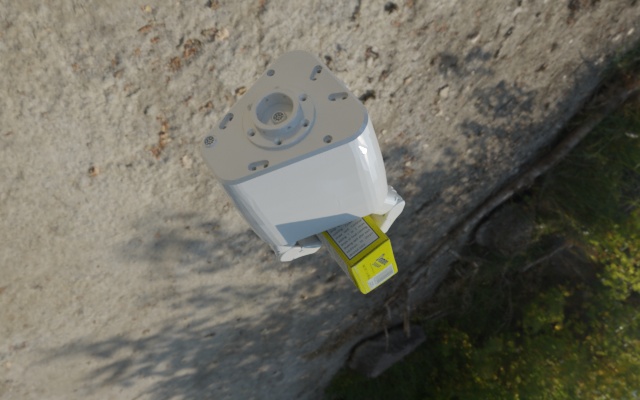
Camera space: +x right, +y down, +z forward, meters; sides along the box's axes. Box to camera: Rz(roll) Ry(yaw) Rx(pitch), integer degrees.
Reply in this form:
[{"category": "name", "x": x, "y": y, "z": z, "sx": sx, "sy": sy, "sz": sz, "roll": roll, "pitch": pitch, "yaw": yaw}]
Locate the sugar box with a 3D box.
[{"category": "sugar box", "x": 0.001, "y": 0.001, "z": 0.457, "sx": 0.048, "sy": 0.176, "sz": 0.093, "roll": -35, "pitch": -27, "yaw": -5}]
